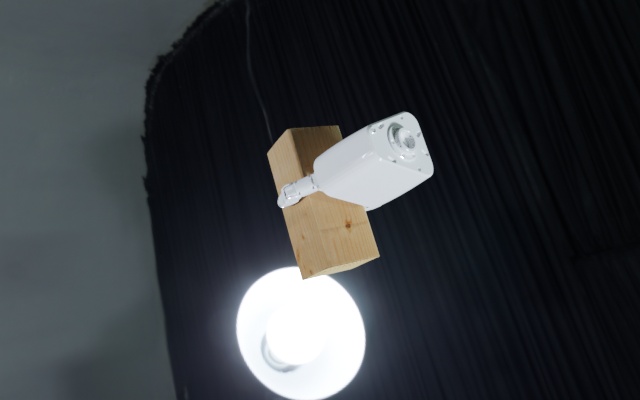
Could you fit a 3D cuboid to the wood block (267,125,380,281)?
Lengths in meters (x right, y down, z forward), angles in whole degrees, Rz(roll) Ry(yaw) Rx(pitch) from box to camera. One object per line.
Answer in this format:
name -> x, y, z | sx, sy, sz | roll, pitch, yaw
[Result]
wood block -> 0.000, 0.002, 0.711 | 0.091, 0.206, 0.090 | -8, -15, -30
